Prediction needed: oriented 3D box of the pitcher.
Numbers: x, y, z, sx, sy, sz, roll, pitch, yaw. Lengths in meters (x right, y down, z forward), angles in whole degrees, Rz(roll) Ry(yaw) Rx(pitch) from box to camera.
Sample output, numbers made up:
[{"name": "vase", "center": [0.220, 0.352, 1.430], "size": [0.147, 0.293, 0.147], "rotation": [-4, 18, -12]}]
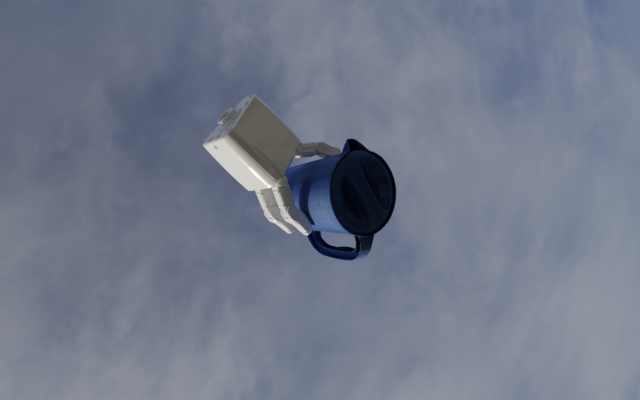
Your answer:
[{"name": "pitcher", "center": [0.000, 0.002, 0.808], "size": [0.145, 0.149, 0.243], "rotation": [42, -25, -27]}]
